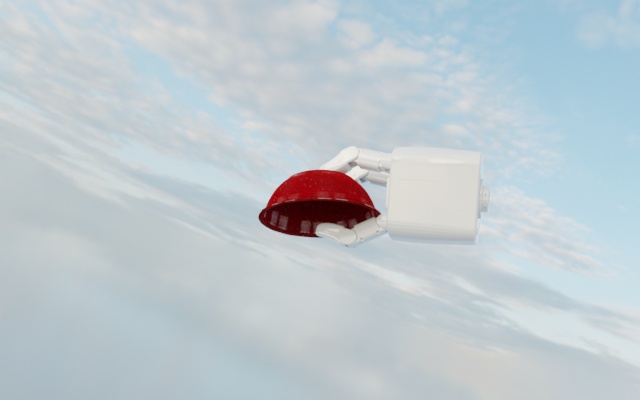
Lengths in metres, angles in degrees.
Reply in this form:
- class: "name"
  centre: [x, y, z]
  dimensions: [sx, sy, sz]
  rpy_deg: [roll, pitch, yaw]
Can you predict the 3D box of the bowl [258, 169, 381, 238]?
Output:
- class: "bowl"
  centre: [-0.001, 0.002, 0.632]
  dimensions: [0.162, 0.055, 0.162]
  rpy_deg: [0, -20, 0]
